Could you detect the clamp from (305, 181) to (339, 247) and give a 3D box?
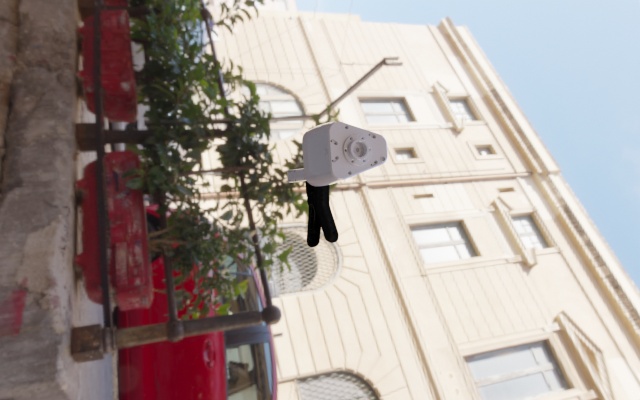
[{"bbox_3d":[0.001,0.003,0.859,0.039,0.171,0.120,-4,1,-26],"label":"clamp"}]
